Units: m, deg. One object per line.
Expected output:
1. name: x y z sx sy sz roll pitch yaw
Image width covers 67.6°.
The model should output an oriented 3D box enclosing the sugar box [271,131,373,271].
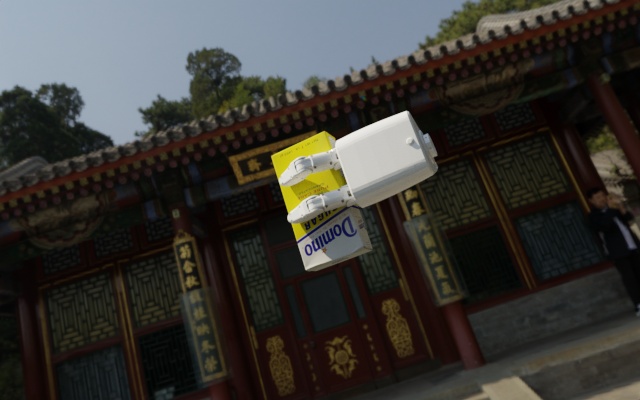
1. sugar box: 0.000 0.002 0.675 0.093 0.176 0.048 -24 -17 18
